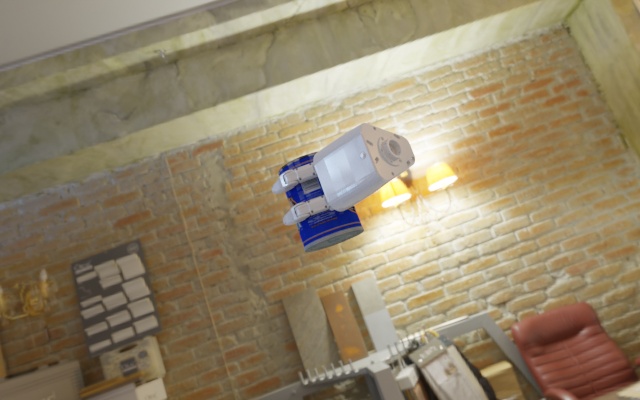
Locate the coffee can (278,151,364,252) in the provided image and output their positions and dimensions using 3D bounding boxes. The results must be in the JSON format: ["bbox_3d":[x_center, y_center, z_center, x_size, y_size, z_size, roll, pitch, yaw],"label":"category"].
[{"bbox_3d":[0.000,0.003,0.790,0.103,0.140,0.103,-19,-12,-4],"label":"coffee can"}]
